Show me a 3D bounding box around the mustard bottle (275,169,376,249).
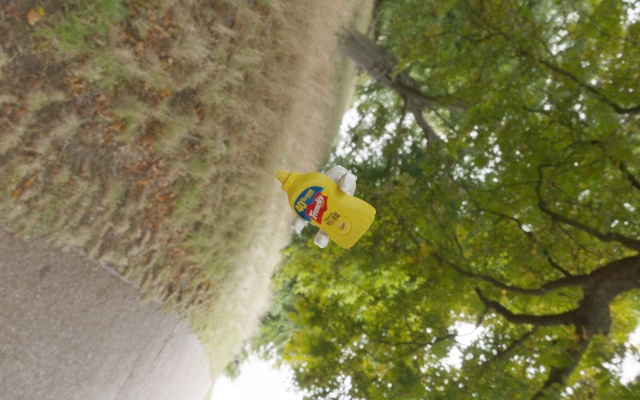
[{"bbox_3d":[0.000,0.003,0.883,0.191,0.096,0.058,35,33,-6],"label":"mustard bottle"}]
